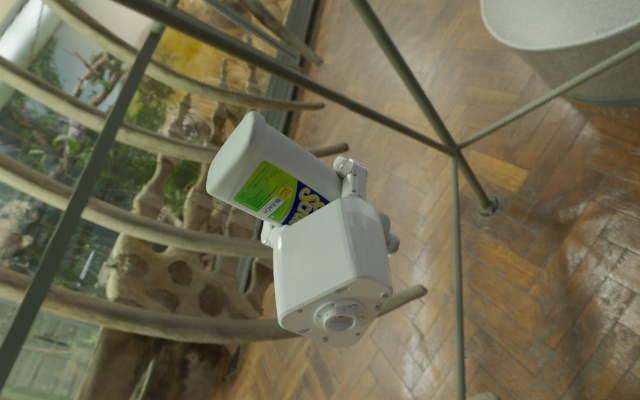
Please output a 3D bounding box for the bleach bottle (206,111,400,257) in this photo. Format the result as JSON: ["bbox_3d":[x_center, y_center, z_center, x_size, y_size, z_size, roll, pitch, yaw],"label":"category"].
[{"bbox_3d":[0.000,0.002,0.561,0.251,0.068,0.103,28,-57,-27],"label":"bleach bottle"}]
